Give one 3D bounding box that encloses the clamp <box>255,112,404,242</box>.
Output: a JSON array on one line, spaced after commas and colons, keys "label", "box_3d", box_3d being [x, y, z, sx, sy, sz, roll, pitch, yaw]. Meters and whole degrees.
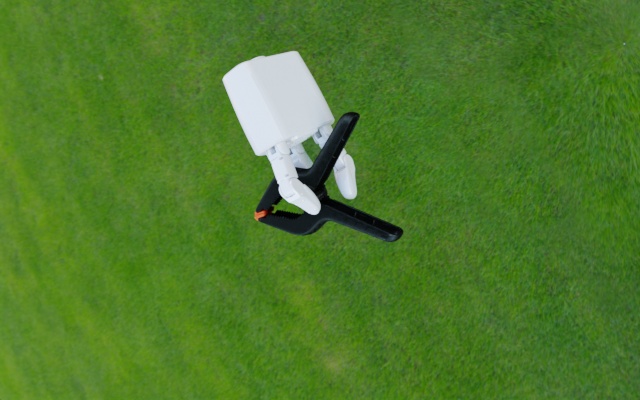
[{"label": "clamp", "box_3d": [-0.001, 0.002, 0.622, 0.210, 0.164, 0.036, -26, 1, 36]}]
